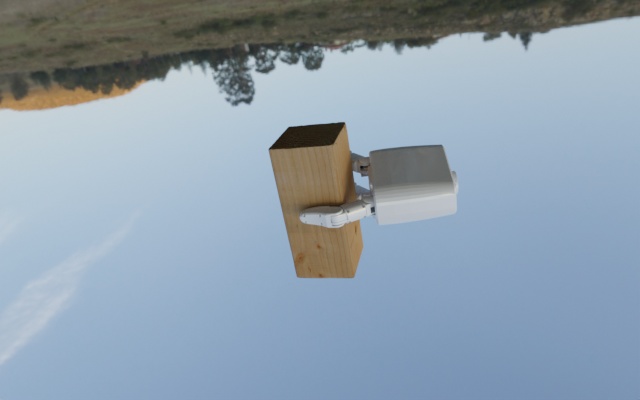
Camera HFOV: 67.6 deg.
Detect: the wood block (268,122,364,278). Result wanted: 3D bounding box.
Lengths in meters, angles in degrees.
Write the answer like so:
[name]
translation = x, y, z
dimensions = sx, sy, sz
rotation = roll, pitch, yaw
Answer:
[wood block]
translation = 0.000, 0.003, 0.687
dimensions = 0.090, 0.206, 0.090
rotation = -2, 27, 17
